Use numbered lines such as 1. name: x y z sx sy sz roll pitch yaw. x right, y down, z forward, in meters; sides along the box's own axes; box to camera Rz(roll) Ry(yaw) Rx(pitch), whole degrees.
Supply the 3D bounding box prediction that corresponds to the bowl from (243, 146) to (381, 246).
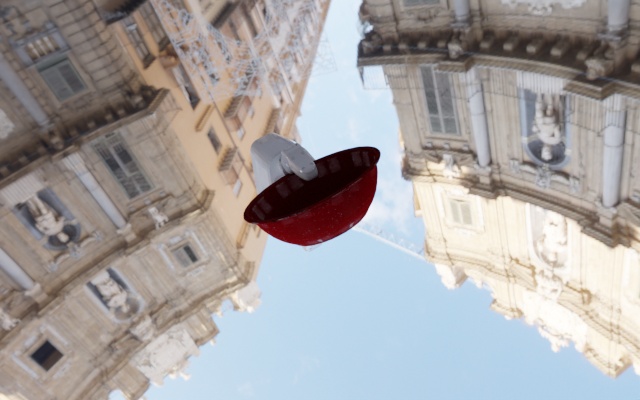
1. bowl: 0.000 0.002 0.518 0.162 0.055 0.162 -24 18 8
